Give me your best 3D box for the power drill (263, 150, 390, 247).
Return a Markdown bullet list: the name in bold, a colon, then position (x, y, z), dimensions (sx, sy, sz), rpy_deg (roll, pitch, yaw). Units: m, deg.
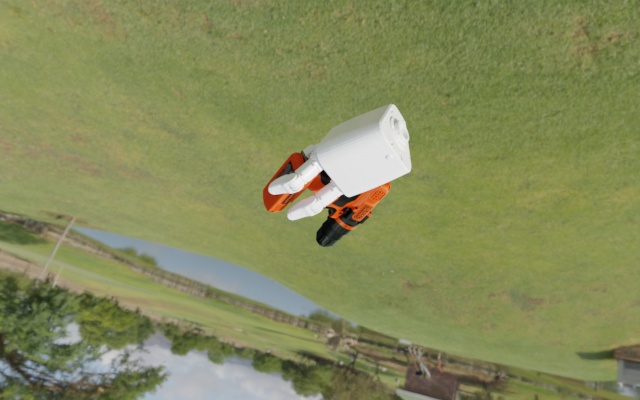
- **power drill**: position (0.000, 0.002, 0.805), dimensions (0.188, 0.057, 0.184), rpy_deg (17, -53, -37)
